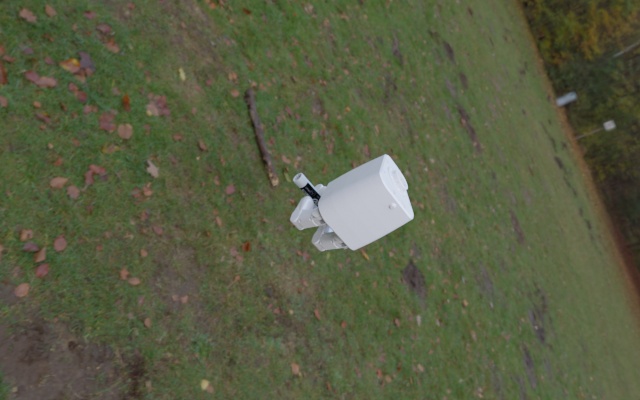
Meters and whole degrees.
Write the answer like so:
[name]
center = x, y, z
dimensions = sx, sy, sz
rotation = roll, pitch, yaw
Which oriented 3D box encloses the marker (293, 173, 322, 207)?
[marker]
center = 0.000, 0.003, 0.768
dimensions = 0.020, 0.020, 0.121
rotation = 0, -40, 51
